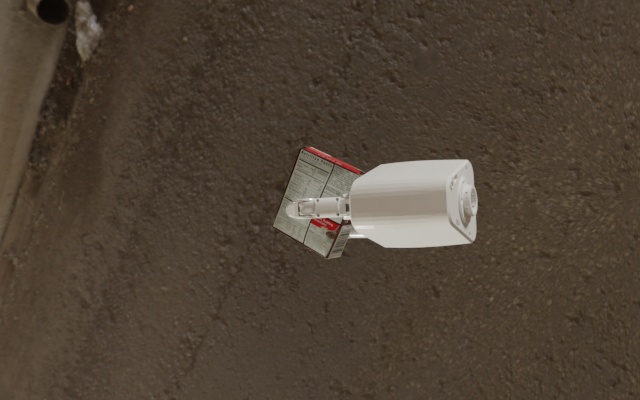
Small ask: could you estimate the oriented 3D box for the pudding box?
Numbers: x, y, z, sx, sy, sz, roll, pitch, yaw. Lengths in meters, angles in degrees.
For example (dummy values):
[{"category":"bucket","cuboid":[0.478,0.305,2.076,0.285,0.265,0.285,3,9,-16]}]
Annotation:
[{"category":"pudding box","cuboid":[0.000,0.002,0.579,0.090,0.113,0.039,28,13,26]}]
